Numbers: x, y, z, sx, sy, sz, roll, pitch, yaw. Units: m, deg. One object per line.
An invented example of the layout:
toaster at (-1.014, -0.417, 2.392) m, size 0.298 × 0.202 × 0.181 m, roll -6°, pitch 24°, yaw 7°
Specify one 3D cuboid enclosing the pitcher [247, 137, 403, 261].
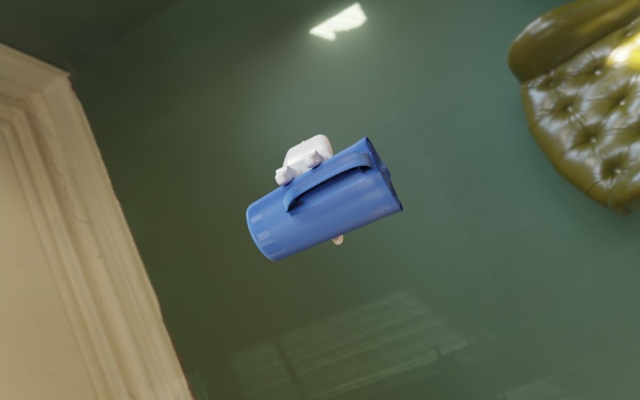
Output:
pitcher at (0.000, 0.003, 0.784) m, size 0.243 × 0.149 × 0.145 m, roll -26°, pitch 25°, yaw 12°
